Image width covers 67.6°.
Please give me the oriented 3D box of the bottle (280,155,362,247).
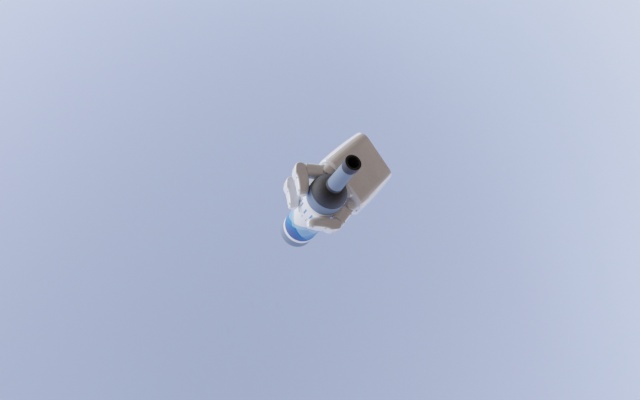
[{"bbox_3d":[0.000,0.003,0.843,0.069,0.069,0.296,0,-24,-22],"label":"bottle"}]
